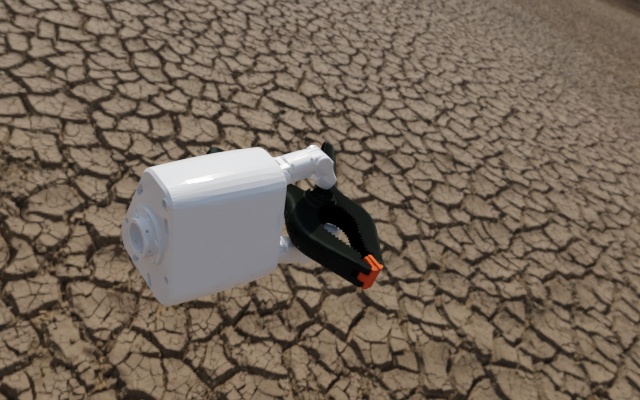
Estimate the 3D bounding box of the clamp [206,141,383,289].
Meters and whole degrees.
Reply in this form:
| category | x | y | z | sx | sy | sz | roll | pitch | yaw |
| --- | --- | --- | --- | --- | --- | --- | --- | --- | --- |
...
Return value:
| category | x | y | z | sx | sy | sz | roll | pitch | yaw |
| --- | --- | --- | --- | --- | --- | --- | --- | --- | --- |
| clamp | 0.000 | 0.001 | 0.496 | 0.164 | 0.036 | 0.210 | -16 | 50 | -41 |
